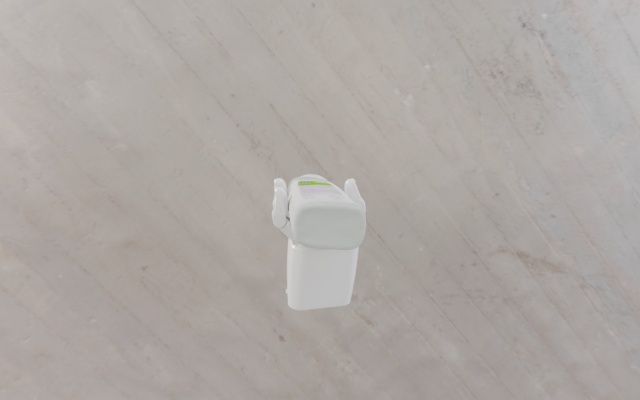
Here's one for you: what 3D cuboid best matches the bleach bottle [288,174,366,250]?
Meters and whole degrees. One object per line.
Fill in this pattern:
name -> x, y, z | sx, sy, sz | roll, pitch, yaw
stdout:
bleach bottle -> 0.000, 0.002, 0.754 | 0.102, 0.068, 0.250 | 4, 15, -6
